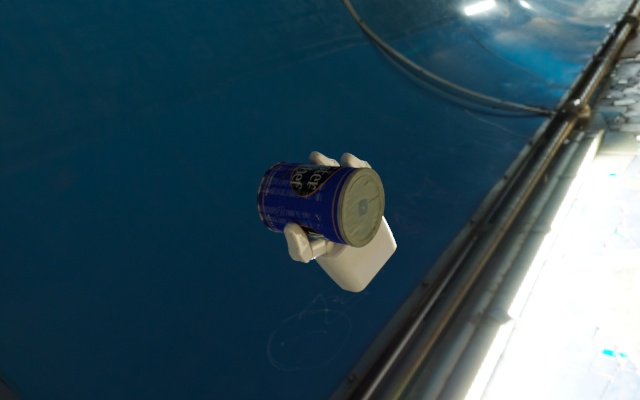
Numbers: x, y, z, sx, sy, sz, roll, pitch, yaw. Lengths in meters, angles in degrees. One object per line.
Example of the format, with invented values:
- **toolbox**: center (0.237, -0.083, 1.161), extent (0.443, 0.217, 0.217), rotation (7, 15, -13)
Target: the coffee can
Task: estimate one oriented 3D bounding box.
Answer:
- **coffee can**: center (0.000, 0.002, 0.644), extent (0.140, 0.103, 0.103), rotation (7, 4, 36)
